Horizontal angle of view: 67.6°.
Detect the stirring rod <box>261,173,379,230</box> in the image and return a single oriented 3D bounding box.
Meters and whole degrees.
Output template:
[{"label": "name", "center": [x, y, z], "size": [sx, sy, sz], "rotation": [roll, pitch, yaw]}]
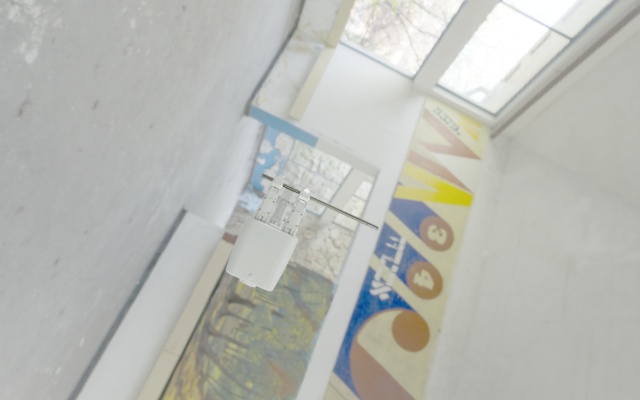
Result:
[{"label": "stirring rod", "center": [0.000, 0.003, 0.895], "size": [0.239, 0.011, 0.011], "rotation": [25, -2, -4]}]
